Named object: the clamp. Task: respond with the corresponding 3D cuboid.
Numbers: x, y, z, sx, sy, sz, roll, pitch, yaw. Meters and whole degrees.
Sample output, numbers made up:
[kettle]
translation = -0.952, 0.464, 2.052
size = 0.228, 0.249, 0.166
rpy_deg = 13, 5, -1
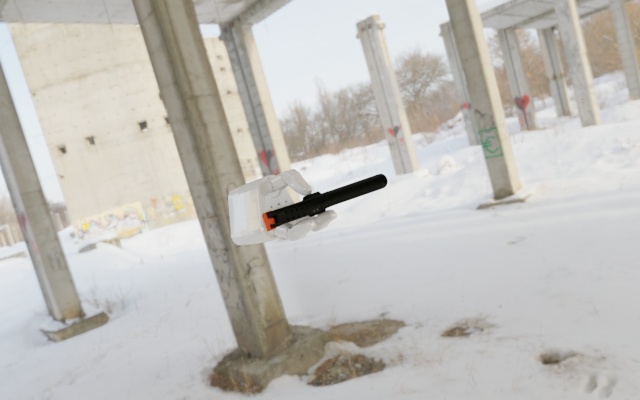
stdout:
[clamp]
translation = -0.001, 0.002, 0.781
size = 0.210, 0.036, 0.164
rpy_deg = -20, 1, -45
